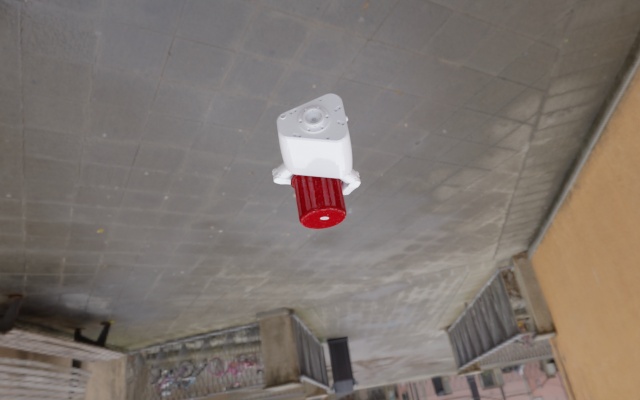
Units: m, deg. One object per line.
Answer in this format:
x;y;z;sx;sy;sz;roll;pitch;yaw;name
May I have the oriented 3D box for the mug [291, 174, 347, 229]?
0.000;0.004;0.836;0.093;0.081;0.117;-10;-27;0;mug
